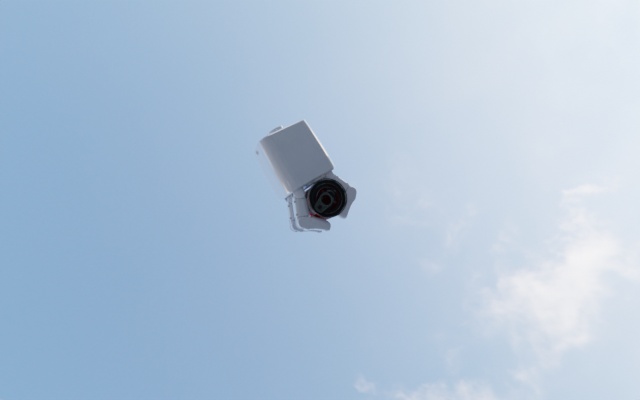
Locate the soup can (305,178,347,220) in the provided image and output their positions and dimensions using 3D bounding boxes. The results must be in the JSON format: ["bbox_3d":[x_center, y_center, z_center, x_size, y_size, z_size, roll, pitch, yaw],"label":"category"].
[{"bbox_3d":[0.000,0.003,0.852,0.068,0.068,0.102,0,-8,-15],"label":"soup can"}]
